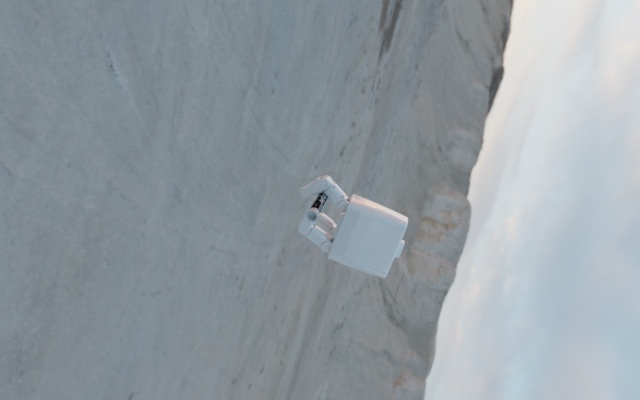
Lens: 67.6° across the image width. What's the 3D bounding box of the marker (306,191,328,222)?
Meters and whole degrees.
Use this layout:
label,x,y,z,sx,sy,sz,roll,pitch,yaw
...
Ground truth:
label,x,y,z,sx,sy,sz,roll,pitch,yaw
marker,0.000,0.003,0.798,0.020,0.020,0.121,0,22,14
